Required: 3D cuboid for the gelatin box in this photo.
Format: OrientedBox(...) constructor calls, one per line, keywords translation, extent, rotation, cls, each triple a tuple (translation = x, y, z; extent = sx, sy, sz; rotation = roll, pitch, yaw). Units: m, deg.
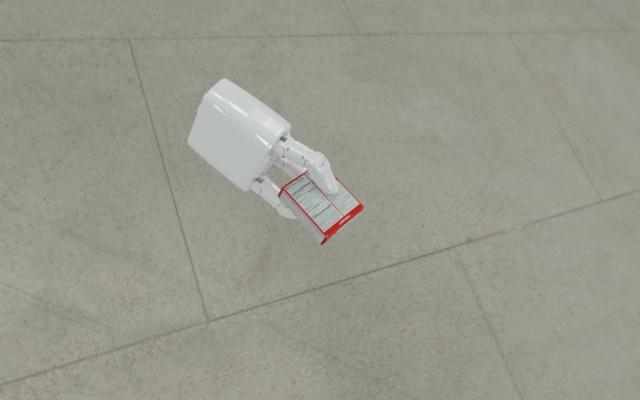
OrientedBox(translation=(0.000, 0.002, 0.623), extent=(0.073, 0.089, 0.030), rotation=(-37, -12, -31), cls="gelatin box")
